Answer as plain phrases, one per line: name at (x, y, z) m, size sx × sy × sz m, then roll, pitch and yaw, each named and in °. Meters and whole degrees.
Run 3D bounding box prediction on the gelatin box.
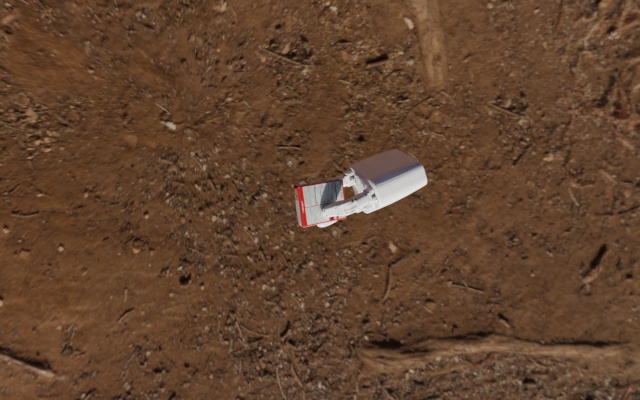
gelatin box at (0.000, 0.003, 0.857) m, size 0.089 × 0.073 × 0.030 m, roll -11°, pitch 11°, yaw -22°
